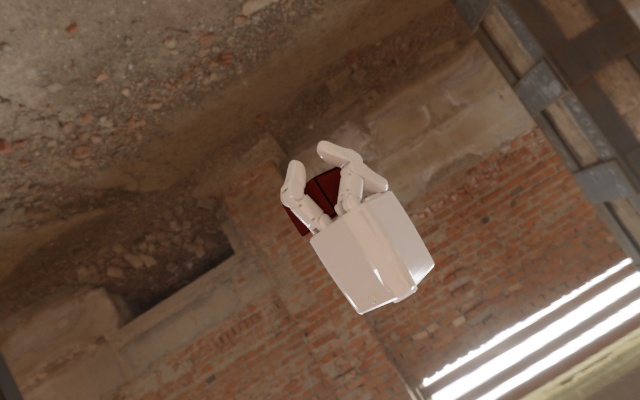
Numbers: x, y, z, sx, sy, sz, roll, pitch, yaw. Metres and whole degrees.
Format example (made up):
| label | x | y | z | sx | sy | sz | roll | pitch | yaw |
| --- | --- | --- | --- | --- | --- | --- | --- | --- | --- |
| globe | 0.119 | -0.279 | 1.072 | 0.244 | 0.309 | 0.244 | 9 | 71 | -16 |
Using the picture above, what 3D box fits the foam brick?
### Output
| label | x | y | z | sx | sy | sz | roll | pitch | yaw |
| --- | --- | --- | --- | --- | --- | --- | --- | --- | --- |
| foam brick | 0.000 | 0.002 | 0.599 | 0.053 | 0.051 | 0.078 | -28 | -7 | -43 |
